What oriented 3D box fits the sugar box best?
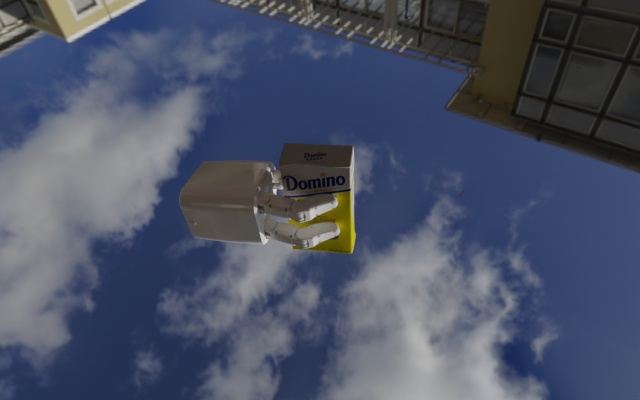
[{"bbox_3d":[0.000,0.003,0.658,0.093,0.048,0.176,3,-41,9],"label":"sugar box"}]
